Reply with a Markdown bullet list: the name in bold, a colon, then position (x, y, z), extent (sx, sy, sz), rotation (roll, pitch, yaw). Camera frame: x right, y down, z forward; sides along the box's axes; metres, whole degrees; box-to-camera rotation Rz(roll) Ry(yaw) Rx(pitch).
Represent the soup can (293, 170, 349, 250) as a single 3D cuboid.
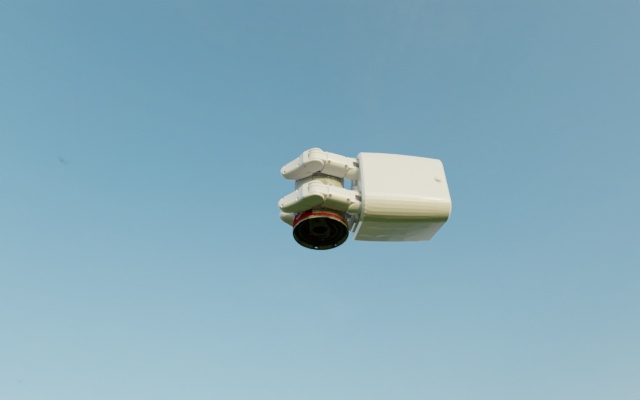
- **soup can**: position (0.000, 0.002, 0.605), extent (0.068, 0.102, 0.069), rotation (0, -40, 0)
